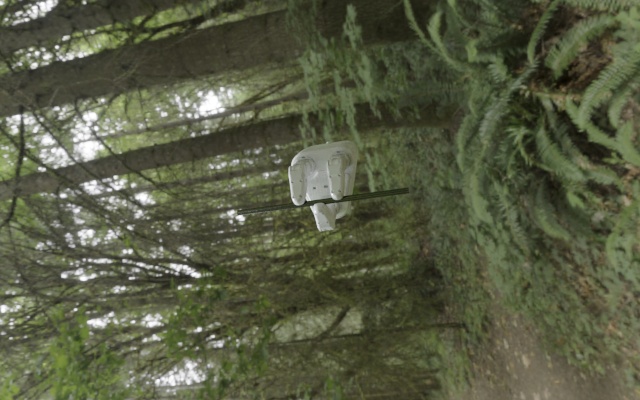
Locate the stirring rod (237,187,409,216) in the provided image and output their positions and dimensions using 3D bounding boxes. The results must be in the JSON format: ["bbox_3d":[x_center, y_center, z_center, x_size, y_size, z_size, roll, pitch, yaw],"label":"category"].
[{"bbox_3d":[0.000,0.002,0.655,0.239,0.011,0.011,-8,-2,11],"label":"stirring rod"}]
